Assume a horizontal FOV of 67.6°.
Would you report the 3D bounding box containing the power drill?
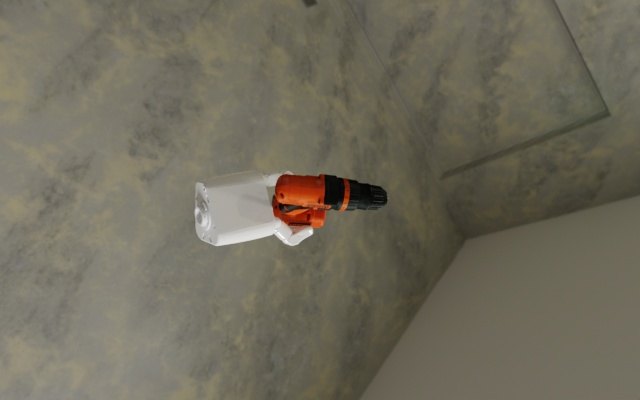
[{"bbox_3d":[0.000,0.003,0.815,0.184,0.057,0.188,7,-16,-16],"label":"power drill"}]
